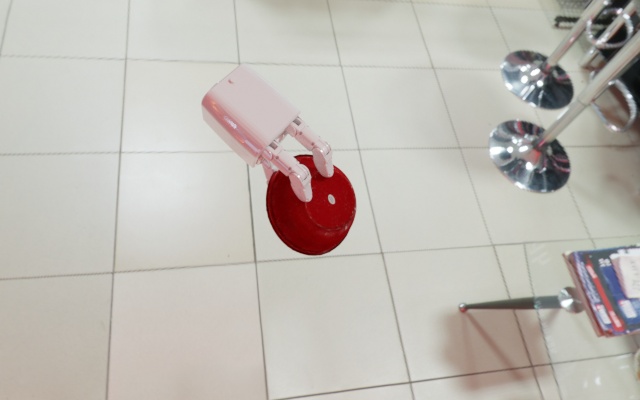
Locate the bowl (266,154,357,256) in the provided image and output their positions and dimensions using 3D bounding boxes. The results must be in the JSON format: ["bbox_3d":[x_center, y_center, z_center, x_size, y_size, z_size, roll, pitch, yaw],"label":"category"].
[{"bbox_3d":[0.001,0.003,0.728,0.162,0.162,0.055,0,-8,-33],"label":"bowl"}]
